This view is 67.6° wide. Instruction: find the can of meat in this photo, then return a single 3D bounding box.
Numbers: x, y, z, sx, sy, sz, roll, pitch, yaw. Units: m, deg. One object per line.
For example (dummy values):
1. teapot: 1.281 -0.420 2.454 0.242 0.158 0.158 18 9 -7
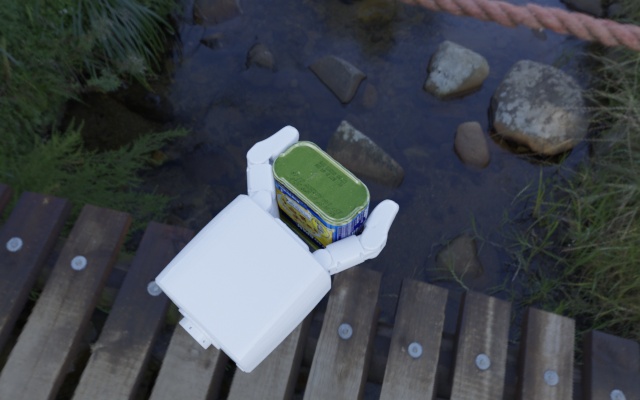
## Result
1. can of meat: 0.000 0.001 0.469 0.102 0.057 0.084 40 -21 21
